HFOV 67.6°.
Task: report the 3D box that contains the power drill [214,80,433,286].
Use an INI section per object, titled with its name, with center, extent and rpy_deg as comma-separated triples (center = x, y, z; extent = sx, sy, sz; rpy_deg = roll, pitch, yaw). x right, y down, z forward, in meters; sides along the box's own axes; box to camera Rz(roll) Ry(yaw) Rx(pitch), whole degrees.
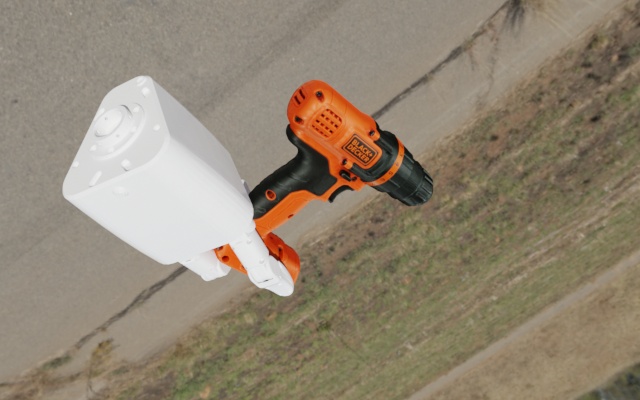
[power drill]
center = 0.000, 0.002, 0.458
extent = 0.184, 0.188, 0.057
rpy_deg = 33, 17, -34
